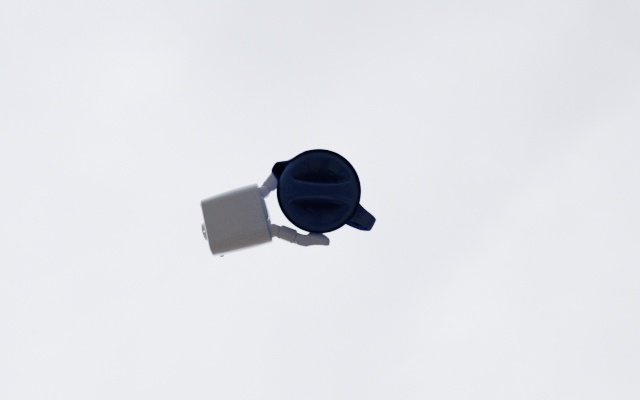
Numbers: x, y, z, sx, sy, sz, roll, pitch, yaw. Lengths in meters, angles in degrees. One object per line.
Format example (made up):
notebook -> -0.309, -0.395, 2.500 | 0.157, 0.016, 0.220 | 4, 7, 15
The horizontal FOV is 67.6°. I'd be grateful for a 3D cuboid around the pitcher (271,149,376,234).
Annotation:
pitcher -> 0.000, 0.003, 0.852 | 0.145, 0.149, 0.243 | -17, -5, -5
